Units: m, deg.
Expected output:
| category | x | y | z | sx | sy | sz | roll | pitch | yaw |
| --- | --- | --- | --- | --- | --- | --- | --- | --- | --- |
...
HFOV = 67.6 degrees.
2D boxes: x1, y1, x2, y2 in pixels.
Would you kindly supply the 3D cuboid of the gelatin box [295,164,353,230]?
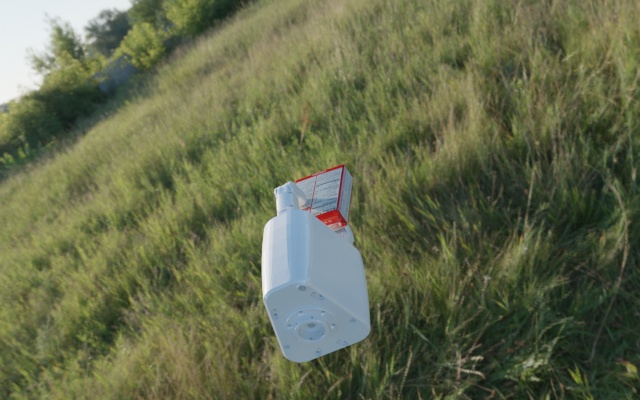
| category | x | y | z | sx | sy | sz | roll | pitch | yaw |
| --- | --- | --- | --- | --- | --- | --- | --- | --- | --- |
| gelatin box | 0.000 | 0.001 | 0.597 | 0.073 | 0.089 | 0.030 | -18 | -51 | 24 |
